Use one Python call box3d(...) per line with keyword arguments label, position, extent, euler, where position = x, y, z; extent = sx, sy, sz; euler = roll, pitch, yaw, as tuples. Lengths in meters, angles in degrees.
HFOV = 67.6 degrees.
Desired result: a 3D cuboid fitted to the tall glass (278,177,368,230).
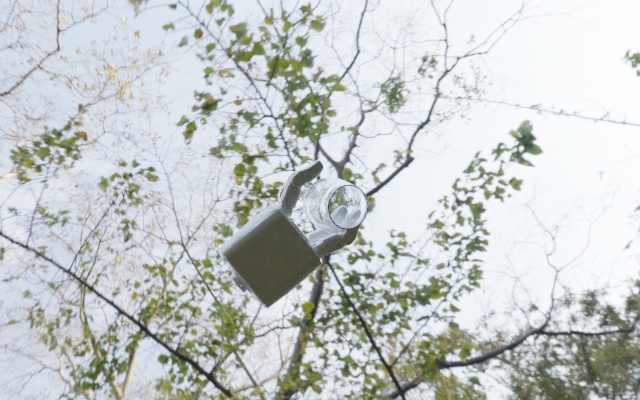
box3d(label="tall glass", position=(0.000, 0.002, 0.739), extent=(0.079, 0.079, 0.201), euler=(0, 4, -23))
